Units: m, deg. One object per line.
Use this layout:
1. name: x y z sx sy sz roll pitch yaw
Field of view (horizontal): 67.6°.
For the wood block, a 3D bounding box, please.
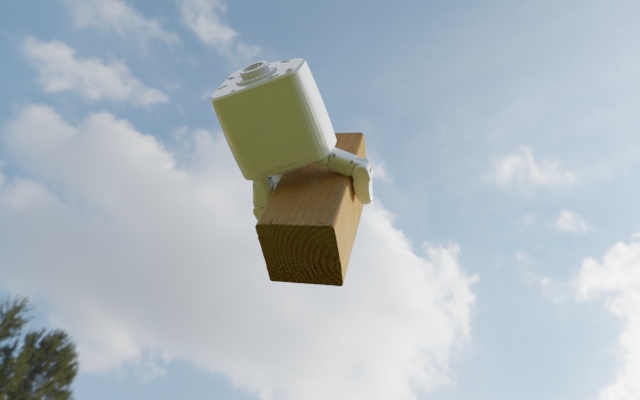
1. wood block: 0.000 0.002 0.604 0.091 0.090 0.206 1 36 15
